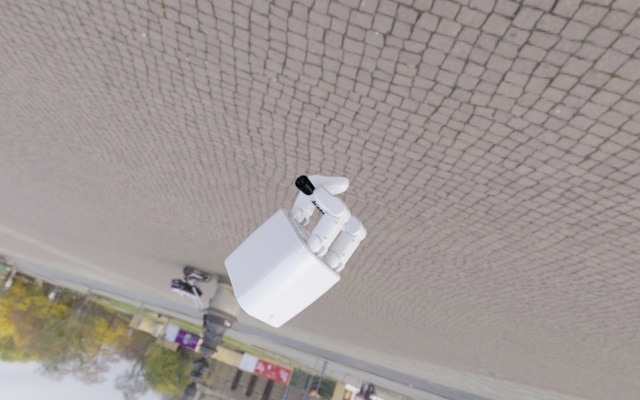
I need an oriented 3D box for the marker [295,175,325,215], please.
[{"bbox_3d":[0.000,0.002,0.628,0.020,0.020,0.121,0,-27,29],"label":"marker"}]
